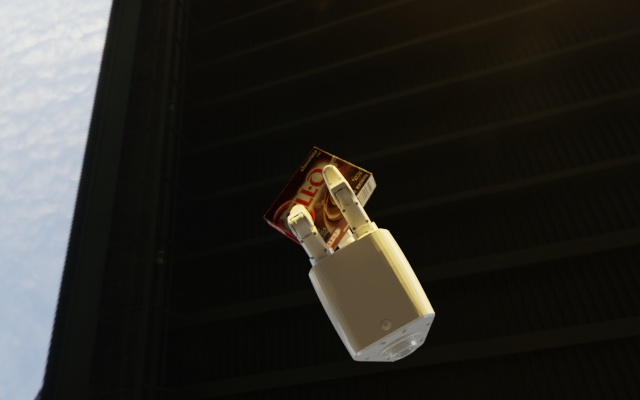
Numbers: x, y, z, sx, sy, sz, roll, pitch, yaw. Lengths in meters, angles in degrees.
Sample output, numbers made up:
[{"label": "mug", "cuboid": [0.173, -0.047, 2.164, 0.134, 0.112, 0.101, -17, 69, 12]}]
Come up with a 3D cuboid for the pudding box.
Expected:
[{"label": "pudding box", "cuboid": [0.000, 0.002, 0.575, 0.090, 0.113, 0.039, 29, -15, 30]}]
